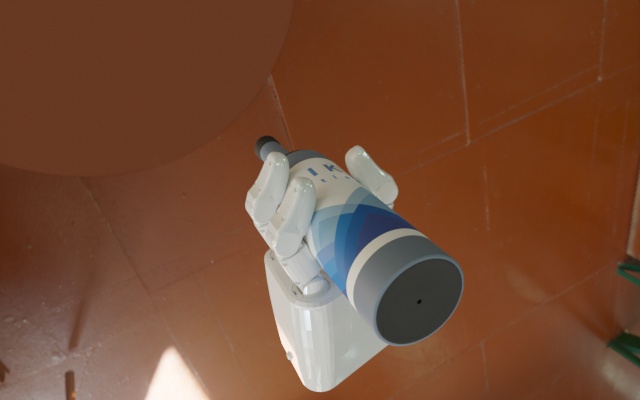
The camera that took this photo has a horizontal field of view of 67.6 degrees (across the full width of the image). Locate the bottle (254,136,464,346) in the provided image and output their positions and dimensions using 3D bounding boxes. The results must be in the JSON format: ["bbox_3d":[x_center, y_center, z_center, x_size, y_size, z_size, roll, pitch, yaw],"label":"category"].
[{"bbox_3d":[0.000,0.001,0.408,0.069,0.069,0.295,0,24,-27],"label":"bottle"}]
